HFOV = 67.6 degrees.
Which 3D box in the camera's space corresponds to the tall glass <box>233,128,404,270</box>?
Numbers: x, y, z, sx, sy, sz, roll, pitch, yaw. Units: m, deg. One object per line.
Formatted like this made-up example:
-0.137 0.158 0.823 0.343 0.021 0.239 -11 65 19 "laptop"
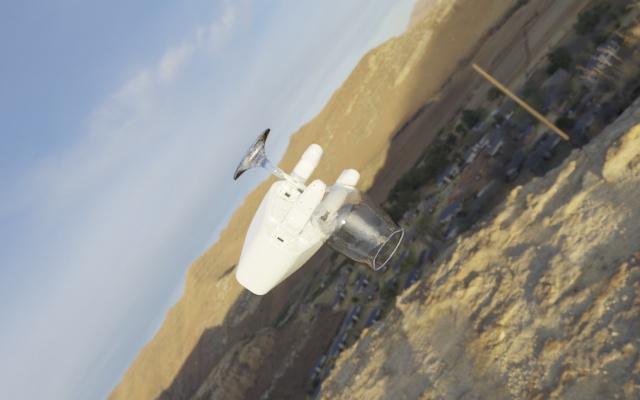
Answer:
0.000 0.001 0.567 0.201 0.079 0.079 35 -1 -2 "tall glass"
